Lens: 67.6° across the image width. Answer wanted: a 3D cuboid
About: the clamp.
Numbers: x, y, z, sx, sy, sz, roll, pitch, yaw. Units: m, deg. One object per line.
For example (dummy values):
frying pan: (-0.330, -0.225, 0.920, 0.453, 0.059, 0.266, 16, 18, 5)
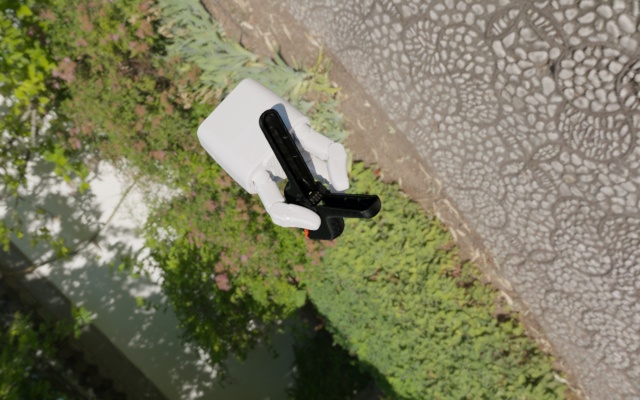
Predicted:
clamp: (-0.001, 0.003, 0.568, 0.164, 0.036, 0.210, 40, -21, 22)
